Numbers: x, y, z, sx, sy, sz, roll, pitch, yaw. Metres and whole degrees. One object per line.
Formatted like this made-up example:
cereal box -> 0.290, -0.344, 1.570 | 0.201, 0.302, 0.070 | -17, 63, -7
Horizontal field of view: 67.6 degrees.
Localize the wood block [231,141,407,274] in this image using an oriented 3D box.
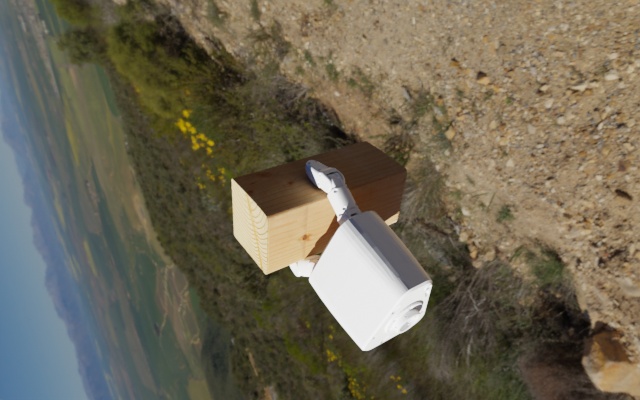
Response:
wood block -> 0.000, 0.002, 0.615 | 0.206, 0.091, 0.090 | -19, 42, -30
